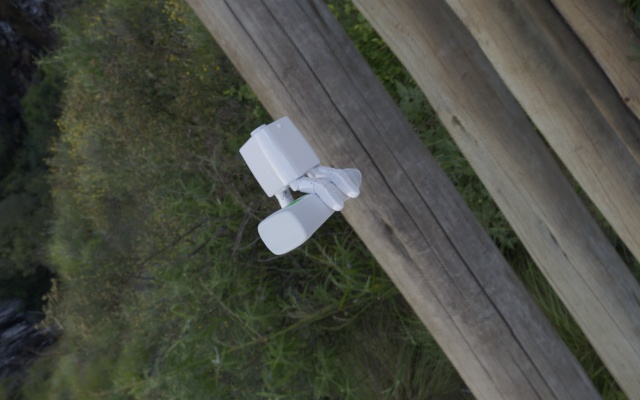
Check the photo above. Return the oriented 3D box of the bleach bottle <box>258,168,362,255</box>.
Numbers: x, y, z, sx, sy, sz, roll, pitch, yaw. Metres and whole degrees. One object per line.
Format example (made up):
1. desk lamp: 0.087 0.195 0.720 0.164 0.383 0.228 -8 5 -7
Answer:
1. bleach bottle: 0.000 0.003 0.878 0.102 0.068 0.250 -29 6 41
